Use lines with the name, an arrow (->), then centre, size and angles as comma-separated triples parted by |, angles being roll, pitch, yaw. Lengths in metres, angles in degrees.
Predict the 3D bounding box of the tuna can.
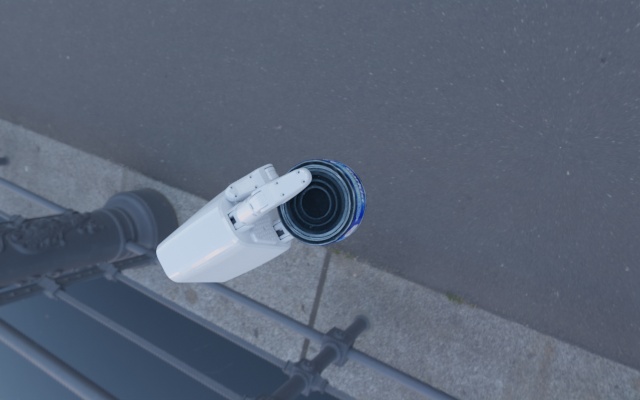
tuna can -> 0.000, 0.002, 0.472 | 0.086, 0.086, 0.034 | 0, 3, 22
